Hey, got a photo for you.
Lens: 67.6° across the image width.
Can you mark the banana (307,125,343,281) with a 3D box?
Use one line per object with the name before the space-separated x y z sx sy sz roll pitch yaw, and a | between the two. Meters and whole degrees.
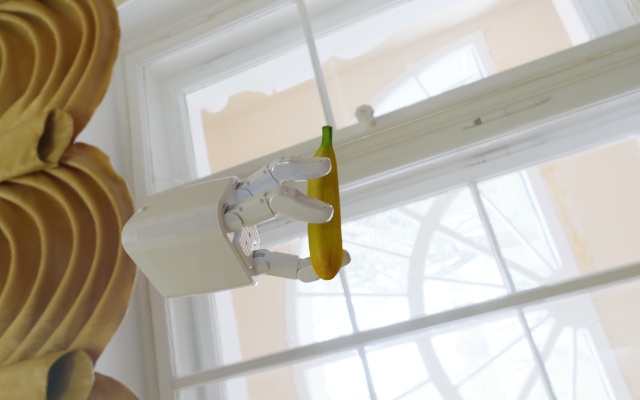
banana | 0.003 0.011 0.506 0.037 0.197 0.070 -6 -39 5
